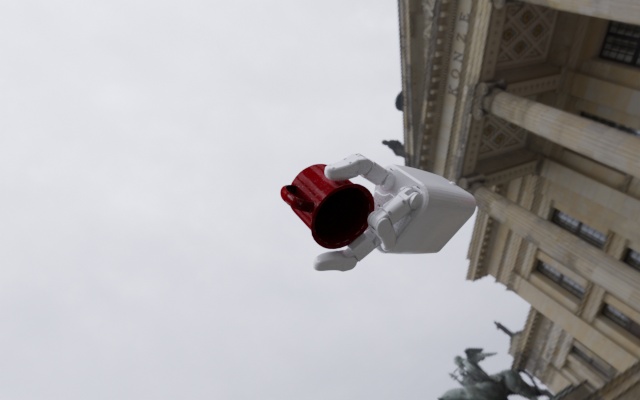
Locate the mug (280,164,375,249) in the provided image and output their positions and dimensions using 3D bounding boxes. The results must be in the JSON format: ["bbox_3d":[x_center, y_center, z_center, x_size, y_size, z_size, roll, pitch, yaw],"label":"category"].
[{"bbox_3d":[-0.001,0.002,0.614,0.117,0.093,0.081,7,23,-36],"label":"mug"}]
